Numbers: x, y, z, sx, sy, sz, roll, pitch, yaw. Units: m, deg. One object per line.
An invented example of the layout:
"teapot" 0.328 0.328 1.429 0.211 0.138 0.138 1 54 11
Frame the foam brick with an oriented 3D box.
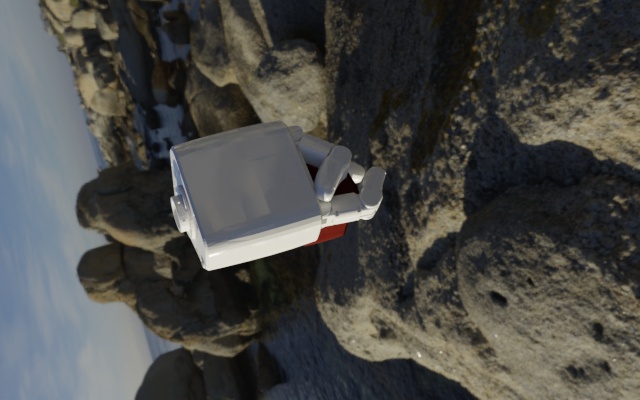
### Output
"foam brick" 0.000 0.002 0.498 0.051 0.053 0.078 -16 -33 -23
